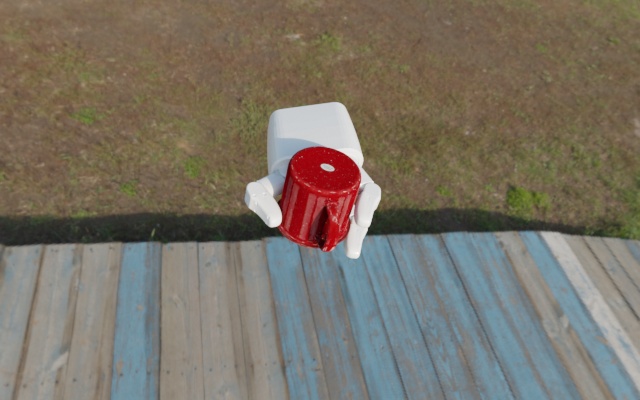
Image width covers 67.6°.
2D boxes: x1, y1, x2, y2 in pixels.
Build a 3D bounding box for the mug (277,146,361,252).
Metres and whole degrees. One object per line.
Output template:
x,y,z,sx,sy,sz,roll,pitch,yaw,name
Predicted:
0.000,0.003,0.530,0.093,0.117,0.082,2,-45,-14,mug
